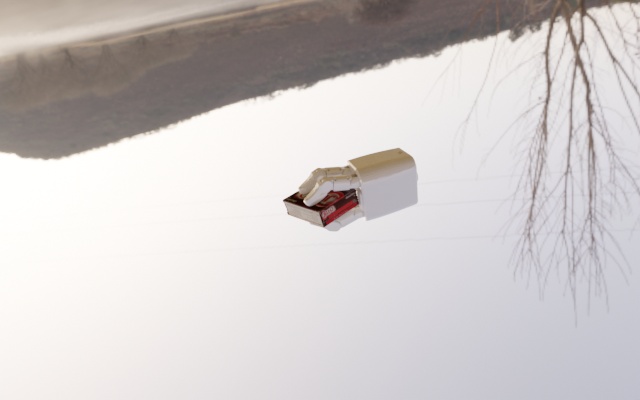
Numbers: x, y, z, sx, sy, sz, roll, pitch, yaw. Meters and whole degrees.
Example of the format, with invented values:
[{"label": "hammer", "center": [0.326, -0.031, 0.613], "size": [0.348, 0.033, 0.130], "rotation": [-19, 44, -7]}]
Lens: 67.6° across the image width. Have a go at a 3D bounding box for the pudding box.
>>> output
[{"label": "pudding box", "center": [0.000, 0.003, 0.872], "size": [0.090, 0.039, 0.113], "rotation": [-31, 27, -31]}]
